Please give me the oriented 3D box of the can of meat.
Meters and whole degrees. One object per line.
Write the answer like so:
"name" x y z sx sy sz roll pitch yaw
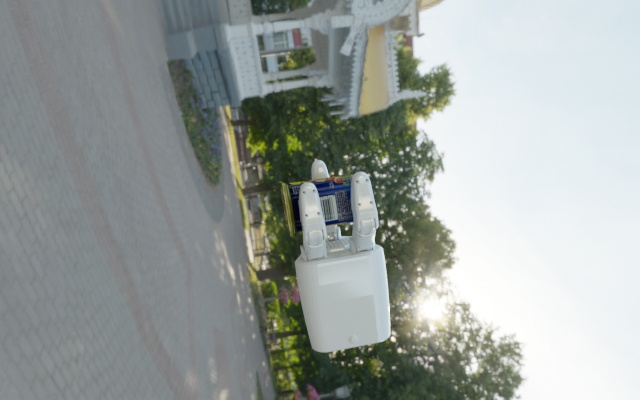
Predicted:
"can of meat" 0.000 0.002 0.543 0.084 0.057 0.102 -9 4 -6
